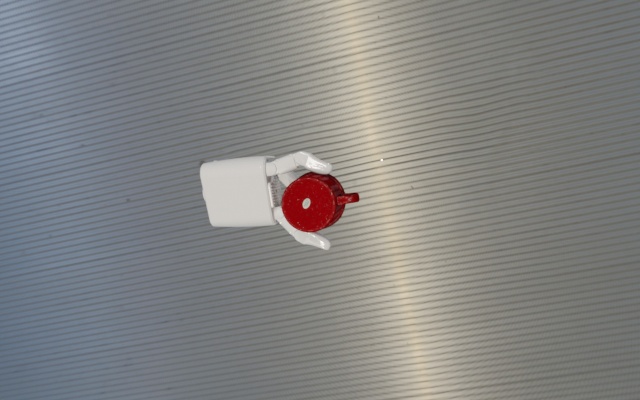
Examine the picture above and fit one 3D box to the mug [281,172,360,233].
[{"bbox_3d":[0.002,0.002,0.716,0.117,0.093,0.081,-3,4,9],"label":"mug"}]
